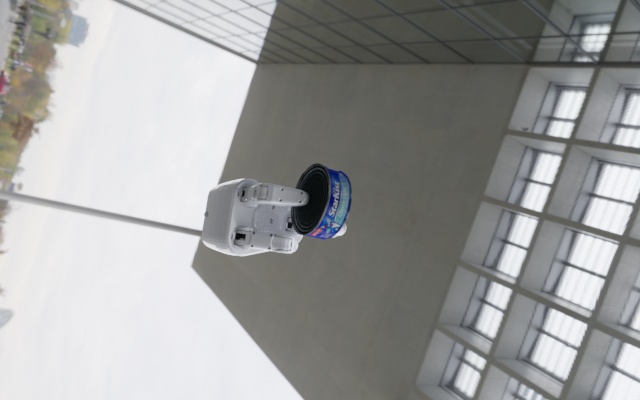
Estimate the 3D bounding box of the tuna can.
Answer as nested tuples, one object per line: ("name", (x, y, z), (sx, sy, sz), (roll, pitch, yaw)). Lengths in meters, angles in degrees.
("tuna can", (0.001, 0.002, 0.562), (0.034, 0.086, 0.086), (15, -7, -29))
